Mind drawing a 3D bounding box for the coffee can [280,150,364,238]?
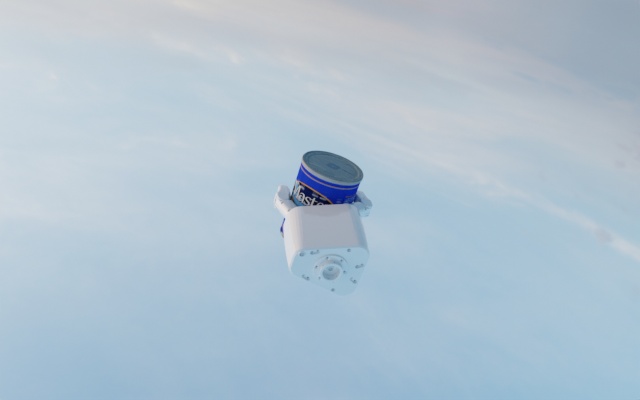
[{"bbox_3d":[0.000,0.002,0.791,0.103,0.140,0.102,15,28,-8],"label":"coffee can"}]
